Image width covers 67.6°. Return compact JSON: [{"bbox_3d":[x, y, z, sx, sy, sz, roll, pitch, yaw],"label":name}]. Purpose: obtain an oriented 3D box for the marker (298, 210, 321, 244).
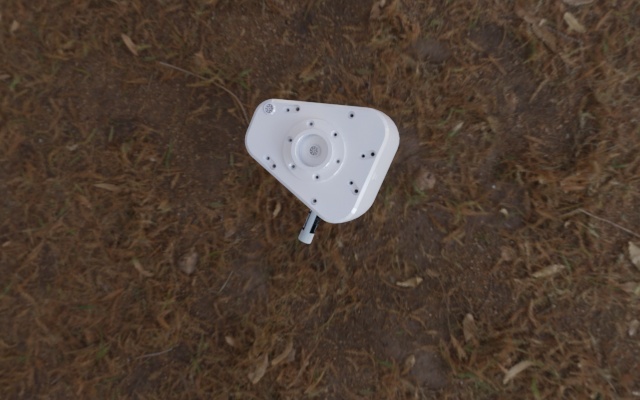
[{"bbox_3d":[0.000,0.002,0.663,0.020,0.121,0.020,22,10,-4],"label":"marker"}]
